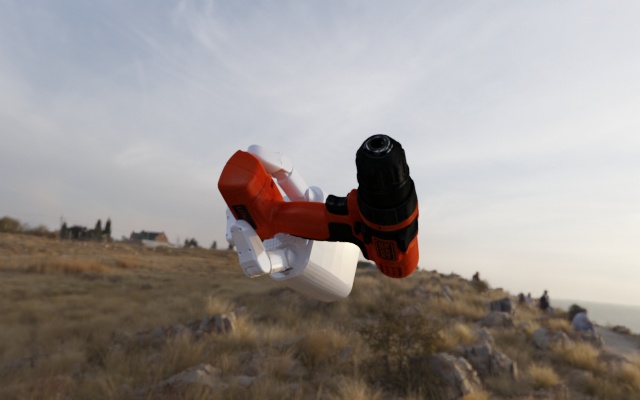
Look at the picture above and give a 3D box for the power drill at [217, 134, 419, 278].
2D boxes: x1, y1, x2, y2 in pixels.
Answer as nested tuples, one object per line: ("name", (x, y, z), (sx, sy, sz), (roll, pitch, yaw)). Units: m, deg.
("power drill", (0.000, 0.002, 0.452), (0.187, 0.057, 0.185), (11, -35, 23))
